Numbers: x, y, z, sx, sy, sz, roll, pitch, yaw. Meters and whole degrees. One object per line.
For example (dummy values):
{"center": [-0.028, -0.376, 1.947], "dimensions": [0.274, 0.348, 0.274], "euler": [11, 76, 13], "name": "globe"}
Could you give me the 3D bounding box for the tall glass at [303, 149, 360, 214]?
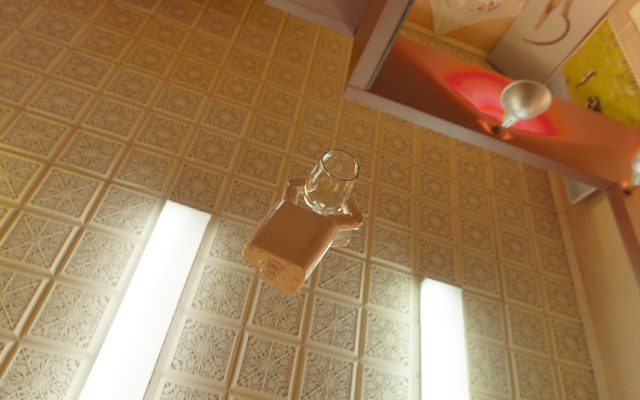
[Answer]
{"center": [0.000, 0.003, 0.798], "dimensions": [0.079, 0.079, 0.201], "euler": [0, -35, -22], "name": "tall glass"}
